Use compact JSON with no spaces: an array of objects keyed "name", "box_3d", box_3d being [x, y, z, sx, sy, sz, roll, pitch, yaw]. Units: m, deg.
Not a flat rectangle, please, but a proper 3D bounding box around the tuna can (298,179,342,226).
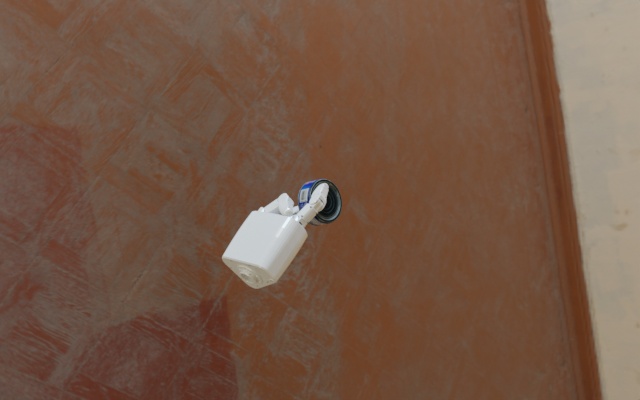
[{"name":"tuna can","box_3d":[0.001,0.003,0.894,0.086,0.086,0.034,0,-9,-43]}]
